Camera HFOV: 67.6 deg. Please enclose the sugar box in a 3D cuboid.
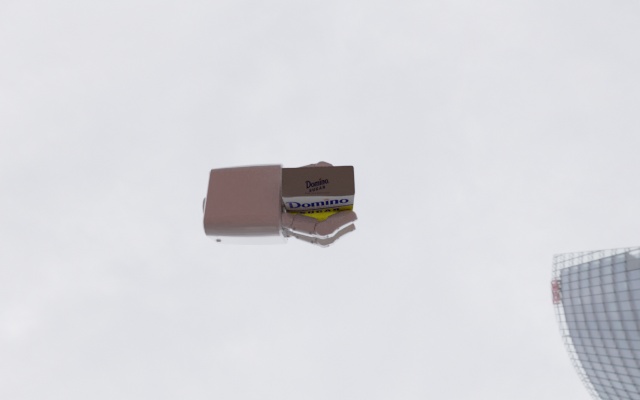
[{"bbox_3d":[0.000,0.003,0.668,0.093,0.048,0.176,-2,-15,2],"label":"sugar box"}]
